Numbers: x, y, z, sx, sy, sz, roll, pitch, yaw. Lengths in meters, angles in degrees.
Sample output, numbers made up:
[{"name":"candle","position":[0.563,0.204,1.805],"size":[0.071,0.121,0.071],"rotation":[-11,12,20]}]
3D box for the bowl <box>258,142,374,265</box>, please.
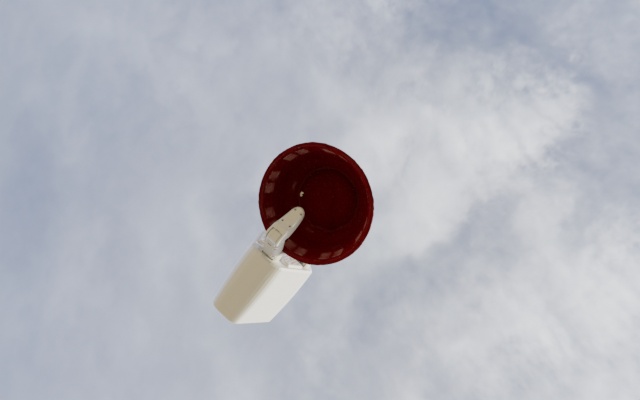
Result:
[{"name":"bowl","position":[0.001,0.001,0.640],"size":[0.162,0.162,0.055],"rotation":[0,8,22]}]
